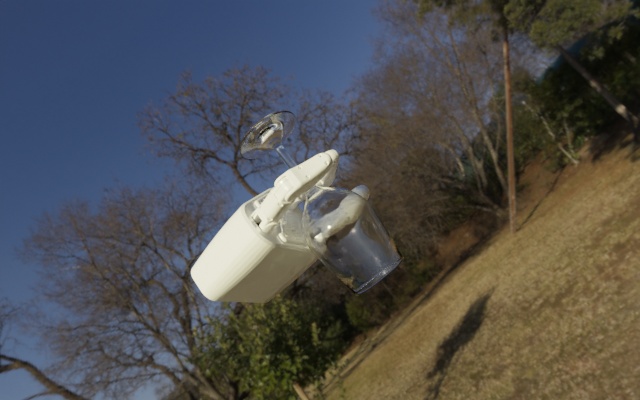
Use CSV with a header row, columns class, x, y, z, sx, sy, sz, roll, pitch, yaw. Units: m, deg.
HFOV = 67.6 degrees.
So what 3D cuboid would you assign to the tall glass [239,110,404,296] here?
class,x,y,z,sx,sy,sz,roll,pitch,yaw
tall glass,0.000,0.001,0.502,0.079,0.201,0.079,-35,-18,-13
